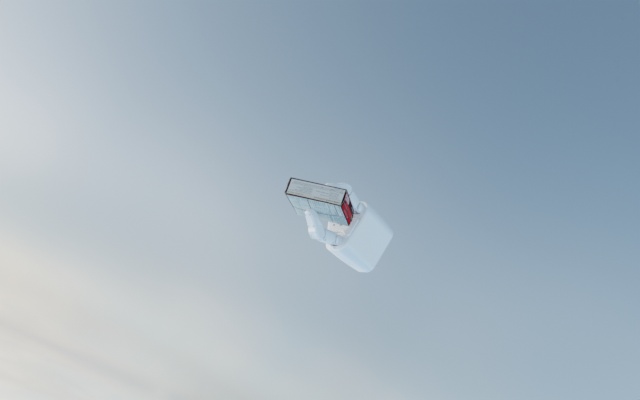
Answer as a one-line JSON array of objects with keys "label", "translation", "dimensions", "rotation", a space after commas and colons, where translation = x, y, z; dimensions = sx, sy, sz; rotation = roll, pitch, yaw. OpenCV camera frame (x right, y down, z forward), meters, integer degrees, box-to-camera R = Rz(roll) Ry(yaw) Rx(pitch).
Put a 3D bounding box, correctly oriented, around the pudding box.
[{"label": "pudding box", "translation": [0.000, 0.003, 0.876], "dimensions": [0.113, 0.039, 0.090], "rotation": [11, -24, 18]}]
